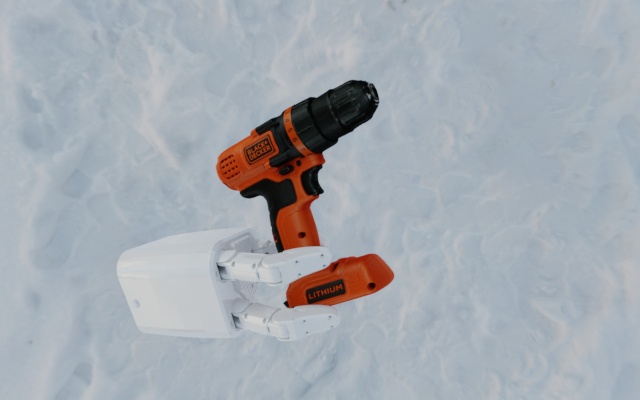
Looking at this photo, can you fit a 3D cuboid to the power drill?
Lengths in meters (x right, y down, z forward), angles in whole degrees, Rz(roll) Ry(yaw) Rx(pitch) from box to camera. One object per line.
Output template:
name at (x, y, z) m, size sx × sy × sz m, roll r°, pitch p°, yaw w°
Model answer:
power drill at (0.000, 0.002, 0.452) m, size 0.184 × 0.187 × 0.057 m, roll -24°, pitch -6°, yaw 31°
